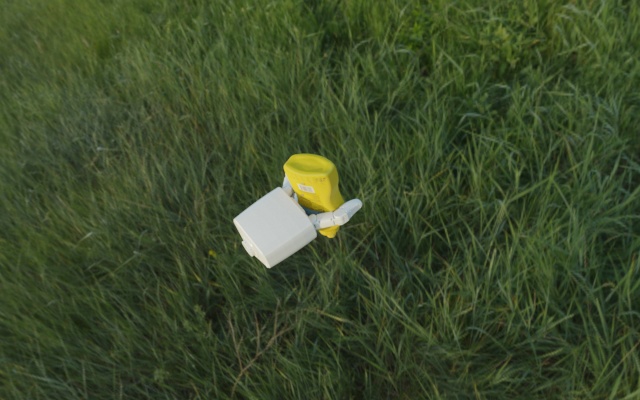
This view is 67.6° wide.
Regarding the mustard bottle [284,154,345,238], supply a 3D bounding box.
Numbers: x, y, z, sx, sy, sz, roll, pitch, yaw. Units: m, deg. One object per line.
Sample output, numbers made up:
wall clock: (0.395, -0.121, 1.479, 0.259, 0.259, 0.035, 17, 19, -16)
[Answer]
mustard bottle: (0.000, 0.003, 0.891, 0.096, 0.058, 0.192, 13, -39, 29)
